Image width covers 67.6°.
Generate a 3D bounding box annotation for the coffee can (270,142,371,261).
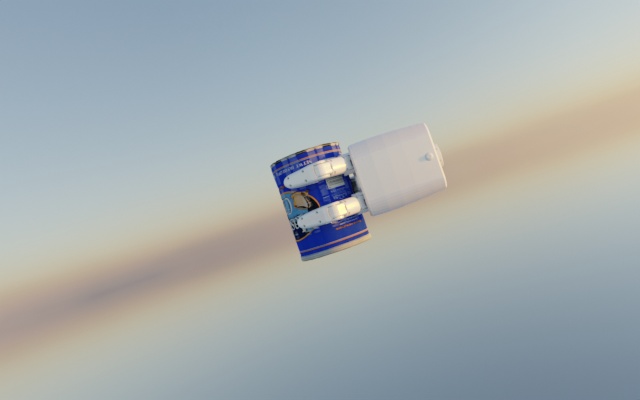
[{"bbox_3d":[0.000,0.002,0.667,0.103,0.140,0.103,-19,-2,-1],"label":"coffee can"}]
